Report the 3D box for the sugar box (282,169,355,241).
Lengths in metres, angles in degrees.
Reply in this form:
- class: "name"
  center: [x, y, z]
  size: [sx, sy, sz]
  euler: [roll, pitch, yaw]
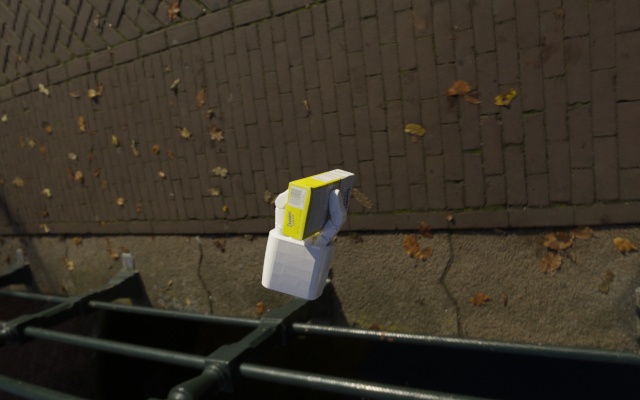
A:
- class: "sugar box"
  center: [0.000, 0.003, 0.842]
  size: [0.048, 0.093, 0.176]
  euler: [17, 17, 22]
